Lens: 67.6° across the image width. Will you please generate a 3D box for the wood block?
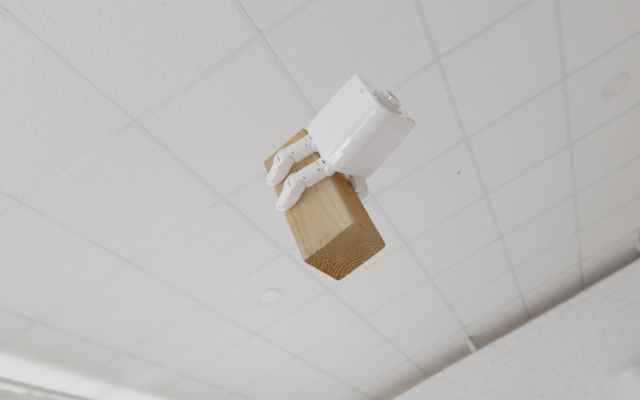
[{"bbox_3d":[0.001,0.002,0.707,0.090,0.206,0.091,-39,-43,15],"label":"wood block"}]
